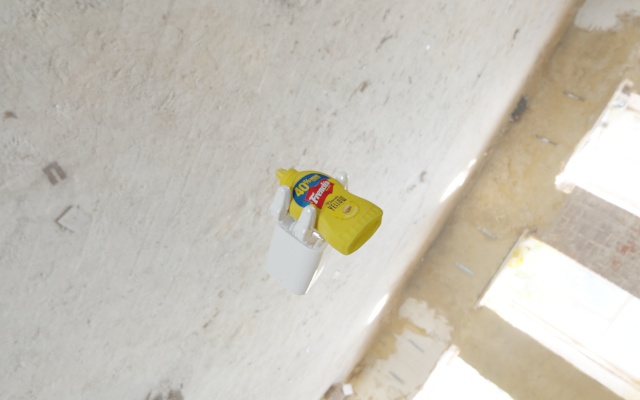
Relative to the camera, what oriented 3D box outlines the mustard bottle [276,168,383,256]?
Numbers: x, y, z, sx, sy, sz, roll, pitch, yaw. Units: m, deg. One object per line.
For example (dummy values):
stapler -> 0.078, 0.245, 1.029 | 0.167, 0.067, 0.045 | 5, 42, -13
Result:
mustard bottle -> 0.000, 0.002, 0.772 | 0.191, 0.058, 0.096 | 35, 58, 25
